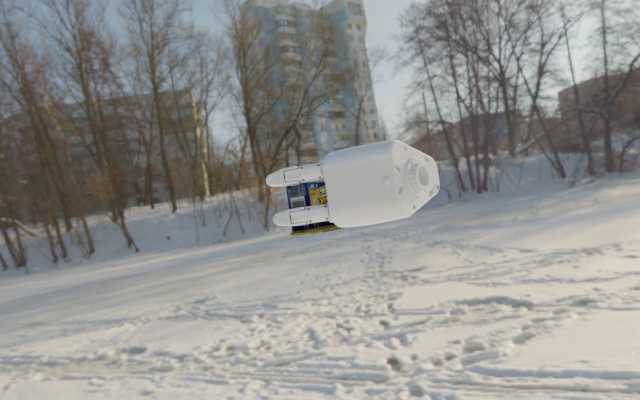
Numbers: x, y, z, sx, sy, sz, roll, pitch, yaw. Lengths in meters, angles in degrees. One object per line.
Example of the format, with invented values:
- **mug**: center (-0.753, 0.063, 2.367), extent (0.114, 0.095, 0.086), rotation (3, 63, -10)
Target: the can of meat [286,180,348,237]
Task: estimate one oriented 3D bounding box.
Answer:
- **can of meat**: center (0.000, 0.002, 0.680), extent (0.102, 0.084, 0.057), rotation (-8, -1, -44)
